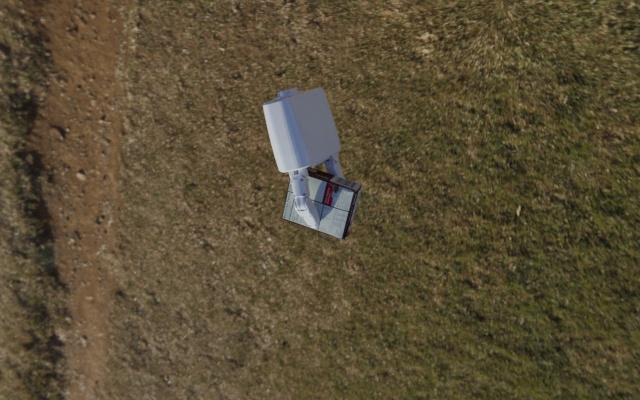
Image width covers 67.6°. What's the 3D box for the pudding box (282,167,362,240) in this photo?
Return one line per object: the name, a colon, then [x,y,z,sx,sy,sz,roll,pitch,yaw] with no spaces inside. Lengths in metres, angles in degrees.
pudding box: [0.000,0.003,0.765,0.113,0.090,0.039,19,24,14]
